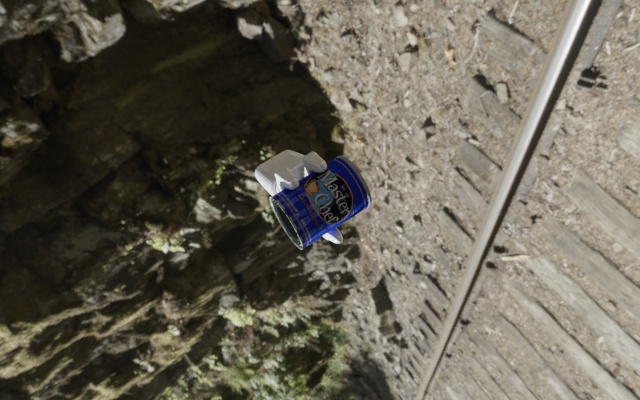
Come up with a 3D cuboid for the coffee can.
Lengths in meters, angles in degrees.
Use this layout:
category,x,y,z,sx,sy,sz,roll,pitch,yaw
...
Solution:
category,x,y,z,sx,sy,sz,roll,pitch,yaw
coffee can,0.000,0.003,0.804,0.140,0.103,0.103,-32,8,-14
